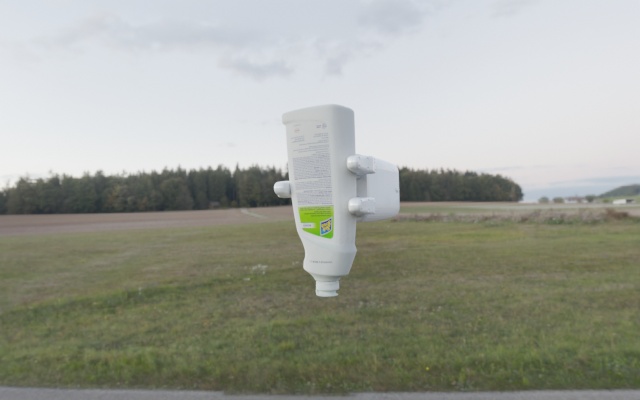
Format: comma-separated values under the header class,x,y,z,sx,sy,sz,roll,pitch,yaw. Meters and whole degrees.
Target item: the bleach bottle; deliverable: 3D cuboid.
class,x,y,z,sx,sy,sz,roll,pitch,yaw
bleach bottle,0.000,0.002,0.651,0.102,0.251,0.068,-3,-3,38
